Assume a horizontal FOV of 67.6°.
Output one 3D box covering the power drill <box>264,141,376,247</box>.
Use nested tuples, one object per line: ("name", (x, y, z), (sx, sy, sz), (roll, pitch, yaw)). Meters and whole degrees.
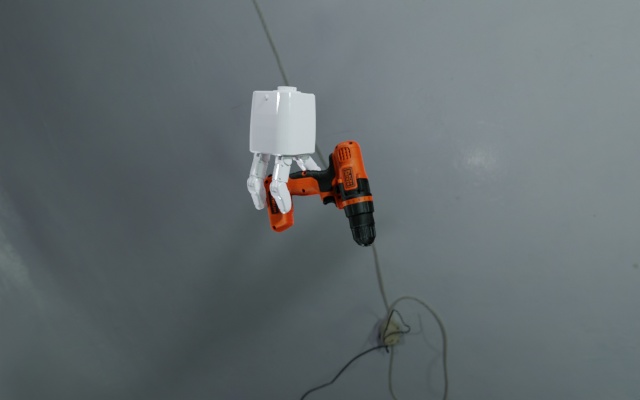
("power drill", (0.000, 0.003, 0.844), (0.187, 0.184, 0.057), (-13, -9, 19))
